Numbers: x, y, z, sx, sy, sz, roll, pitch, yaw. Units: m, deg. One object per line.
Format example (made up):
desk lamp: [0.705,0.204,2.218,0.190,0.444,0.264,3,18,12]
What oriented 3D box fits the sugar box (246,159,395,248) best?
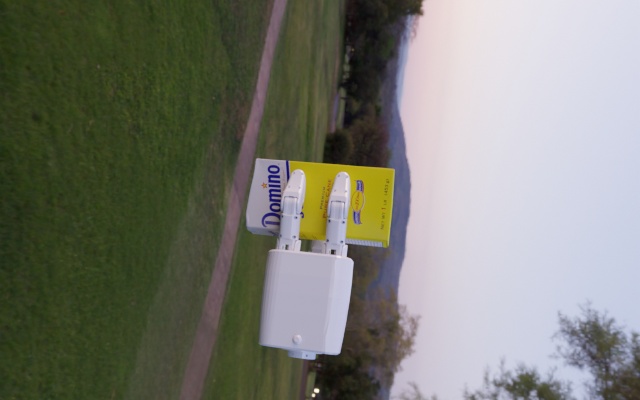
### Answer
sugar box: [0.000,0.002,0.593,0.176,0.093,0.048,5,-15,7]
